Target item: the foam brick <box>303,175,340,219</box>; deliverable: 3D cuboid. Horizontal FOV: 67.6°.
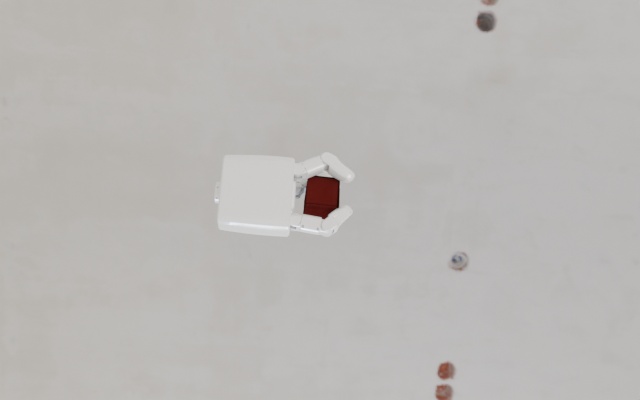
[{"bbox_3d":[0.000,0.003,0.755,0.051,0.053,0.078,5,-30,-4],"label":"foam brick"}]
